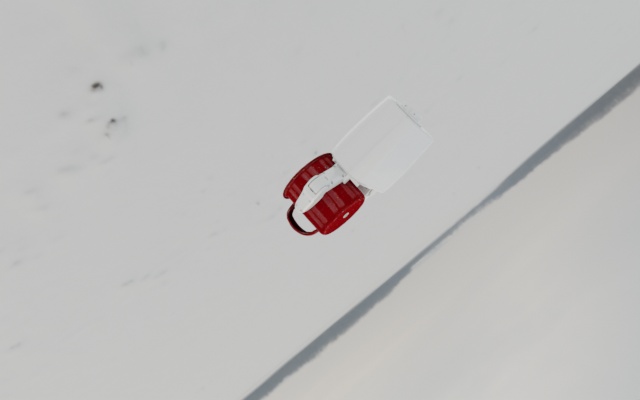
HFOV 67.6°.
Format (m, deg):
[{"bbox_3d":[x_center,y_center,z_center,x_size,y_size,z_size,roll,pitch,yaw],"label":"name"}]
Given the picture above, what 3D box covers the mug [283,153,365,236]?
[{"bbox_3d":[-0.001,0.003,0.674,0.117,0.081,0.093,-46,-14,18],"label":"mug"}]
